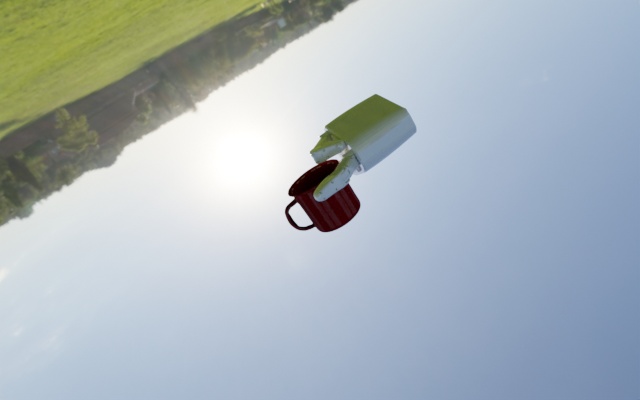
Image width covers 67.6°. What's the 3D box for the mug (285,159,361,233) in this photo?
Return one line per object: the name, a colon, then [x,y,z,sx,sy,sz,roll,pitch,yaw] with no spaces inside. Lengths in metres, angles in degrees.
mug: [-0.001,0.003,0.740,0.117,0.081,0.093,-37,20,-6]
